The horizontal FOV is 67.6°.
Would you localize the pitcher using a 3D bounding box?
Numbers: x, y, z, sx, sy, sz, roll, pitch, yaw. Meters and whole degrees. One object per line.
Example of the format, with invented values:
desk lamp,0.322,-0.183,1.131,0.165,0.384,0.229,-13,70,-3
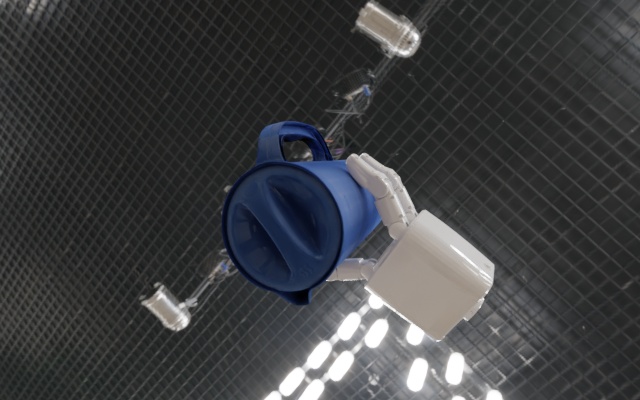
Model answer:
pitcher,0.000,0.002,0.568,0.145,0.149,0.243,36,19,12
